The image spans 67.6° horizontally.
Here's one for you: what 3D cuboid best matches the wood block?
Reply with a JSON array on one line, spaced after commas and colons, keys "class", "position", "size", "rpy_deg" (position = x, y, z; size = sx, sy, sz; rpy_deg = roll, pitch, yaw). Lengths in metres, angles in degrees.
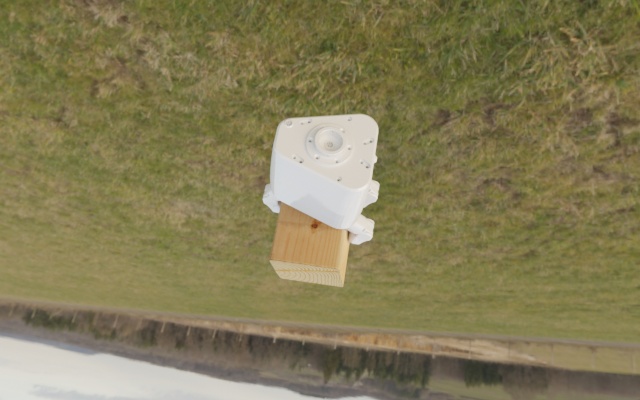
[{"class": "wood block", "position": [0.000, 0.002, 0.656], "size": [0.091, 0.206, 0.090], "rpy_deg": [7, -23, 9]}]
